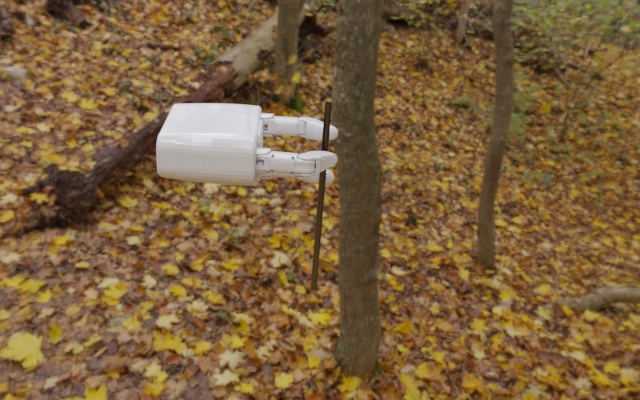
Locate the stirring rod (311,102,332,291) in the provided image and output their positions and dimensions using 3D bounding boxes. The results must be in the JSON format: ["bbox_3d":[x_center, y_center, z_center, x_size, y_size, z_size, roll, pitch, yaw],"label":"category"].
[{"bbox_3d":[0.000,0.002,0.582,0.011,0.240,0.011,4,19,-1],"label":"stirring rod"}]
